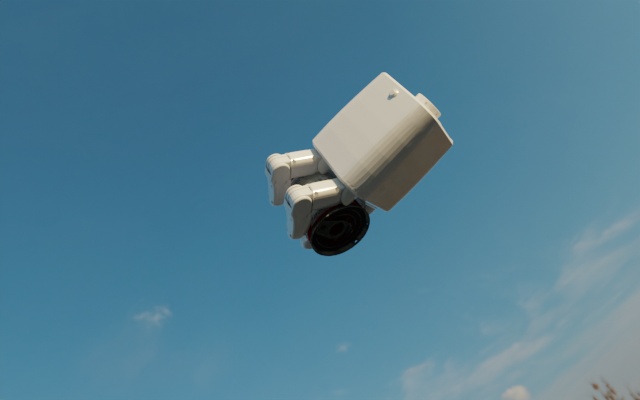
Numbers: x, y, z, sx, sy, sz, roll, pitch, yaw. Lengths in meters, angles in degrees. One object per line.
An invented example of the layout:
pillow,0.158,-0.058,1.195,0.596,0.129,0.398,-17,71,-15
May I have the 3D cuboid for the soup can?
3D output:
soup can,0.000,0.002,0.525,0.068,0.068,0.102,0,38,-32
